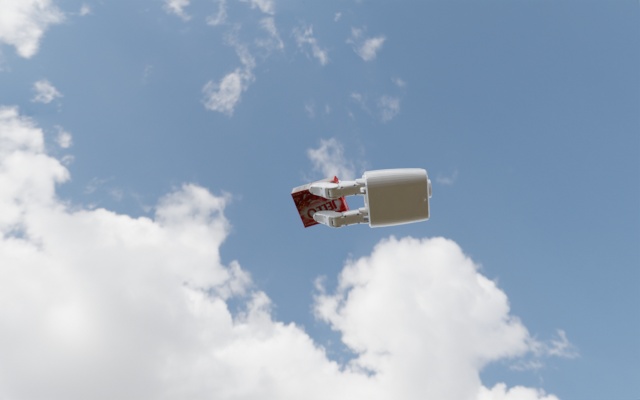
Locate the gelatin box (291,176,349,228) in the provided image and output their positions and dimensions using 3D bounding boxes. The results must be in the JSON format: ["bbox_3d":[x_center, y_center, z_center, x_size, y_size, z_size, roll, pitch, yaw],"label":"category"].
[{"bbox_3d":[0.000,0.003,0.873,0.089,0.073,0.030,-16,20,14],"label":"gelatin box"}]
